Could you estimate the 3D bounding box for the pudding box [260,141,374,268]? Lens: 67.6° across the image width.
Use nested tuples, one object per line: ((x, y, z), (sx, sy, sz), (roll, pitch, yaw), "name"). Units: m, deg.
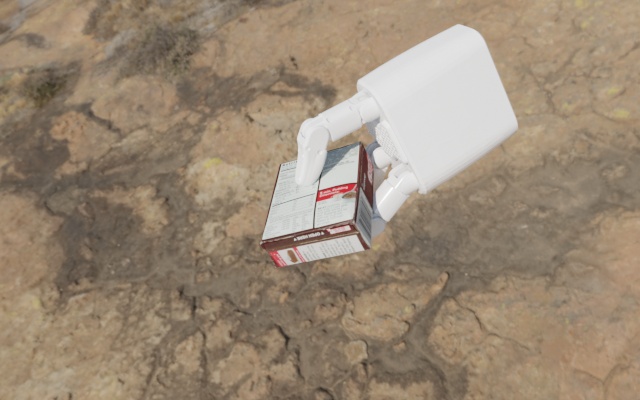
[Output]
((0.000, 0.001, 0.436), (0.090, 0.039, 0.113), (-14, 38, 20), "pudding box")
